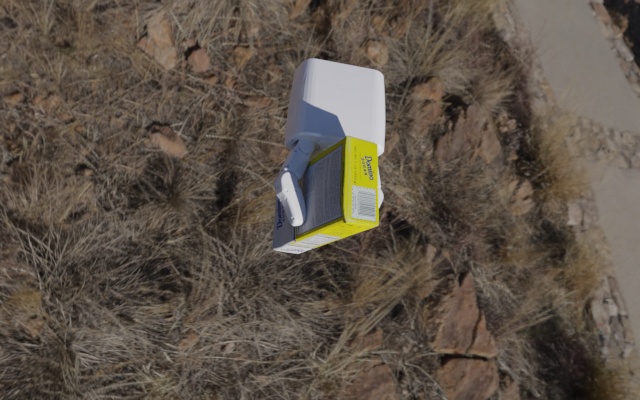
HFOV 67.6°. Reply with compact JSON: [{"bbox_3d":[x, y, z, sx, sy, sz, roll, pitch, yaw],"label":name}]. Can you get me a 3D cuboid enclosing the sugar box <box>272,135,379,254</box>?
[{"bbox_3d":[0.001,0.002,0.553,0.048,0.093,0.176,11,-19,-25],"label":"sugar box"}]
